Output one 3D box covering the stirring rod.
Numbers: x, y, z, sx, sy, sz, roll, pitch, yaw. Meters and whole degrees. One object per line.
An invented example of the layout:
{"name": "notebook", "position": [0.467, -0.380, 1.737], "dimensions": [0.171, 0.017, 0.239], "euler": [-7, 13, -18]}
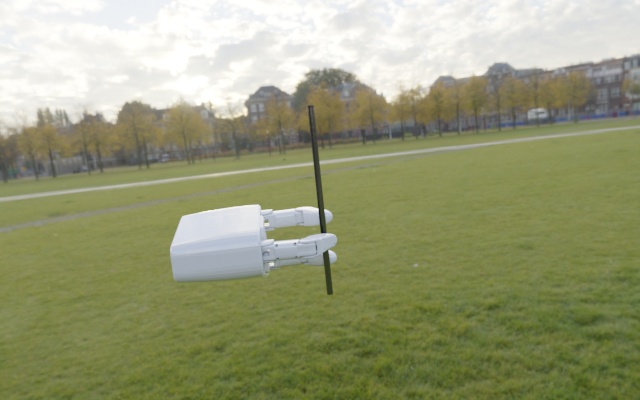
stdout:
{"name": "stirring rod", "position": [0.000, 0.002, 0.602], "dimensions": [0.011, 0.239, 0.011], "euler": [-6, 7, 1]}
